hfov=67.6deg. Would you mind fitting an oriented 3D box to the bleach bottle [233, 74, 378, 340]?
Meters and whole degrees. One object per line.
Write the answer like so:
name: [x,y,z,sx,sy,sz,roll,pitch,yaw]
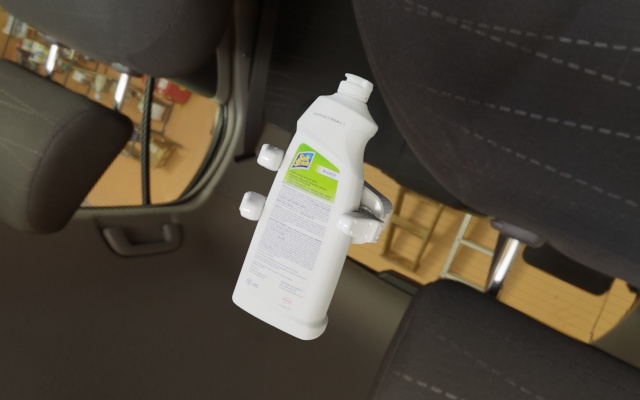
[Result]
bleach bottle: [0.000,0.002,0.476,0.102,0.251,0.068,23,7,15]
